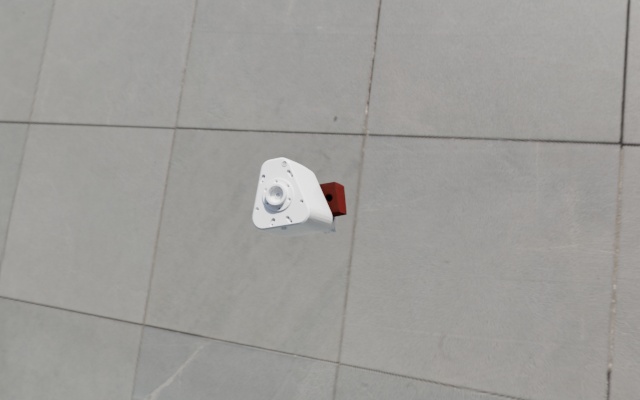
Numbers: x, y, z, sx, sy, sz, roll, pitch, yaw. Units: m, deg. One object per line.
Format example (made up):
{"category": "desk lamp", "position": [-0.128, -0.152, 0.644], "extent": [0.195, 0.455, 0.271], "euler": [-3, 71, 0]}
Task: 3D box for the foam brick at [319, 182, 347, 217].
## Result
{"category": "foam brick", "position": [0.000, 0.003, 0.816], "extent": [0.078, 0.053, 0.051], "euler": [-10, -10, 16]}
